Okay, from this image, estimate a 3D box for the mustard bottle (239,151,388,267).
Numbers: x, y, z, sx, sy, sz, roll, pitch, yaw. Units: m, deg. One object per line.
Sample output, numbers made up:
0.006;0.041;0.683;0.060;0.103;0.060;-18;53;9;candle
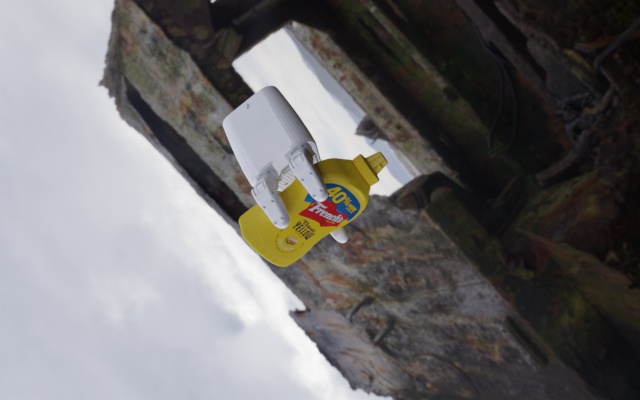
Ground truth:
0.000;0.002;0.591;0.191;0.058;0.096;-36;-49;11;mustard bottle
